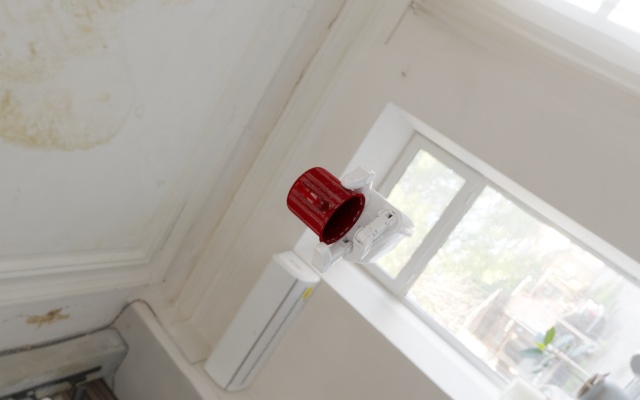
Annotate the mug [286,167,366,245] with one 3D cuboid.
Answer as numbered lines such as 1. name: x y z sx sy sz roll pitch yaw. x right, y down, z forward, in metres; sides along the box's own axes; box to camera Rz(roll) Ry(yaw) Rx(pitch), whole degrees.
1. mug: -0.001 0.002 0.684 0.081 0.093 0.117 40 6 26
